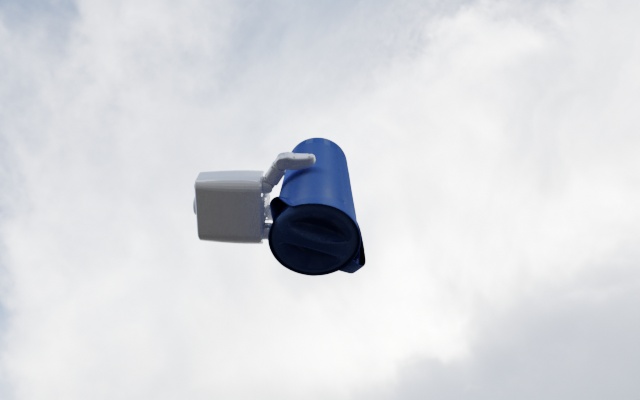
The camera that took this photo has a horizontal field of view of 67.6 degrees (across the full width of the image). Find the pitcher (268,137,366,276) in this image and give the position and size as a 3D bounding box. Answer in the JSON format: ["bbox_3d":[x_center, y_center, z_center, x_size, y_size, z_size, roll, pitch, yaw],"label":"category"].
[{"bbox_3d":[0.000,0.003,0.780,0.145,0.149,0.242,0,34,1],"label":"pitcher"}]
